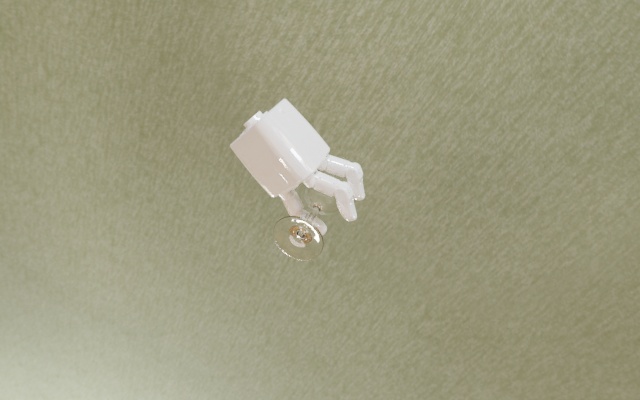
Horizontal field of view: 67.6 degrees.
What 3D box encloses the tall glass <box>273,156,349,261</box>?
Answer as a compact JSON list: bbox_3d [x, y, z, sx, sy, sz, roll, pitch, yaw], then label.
[{"bbox_3d":[0.000,0.003,0.736,0.079,0.079,0.201,0,30,22],"label":"tall glass"}]
